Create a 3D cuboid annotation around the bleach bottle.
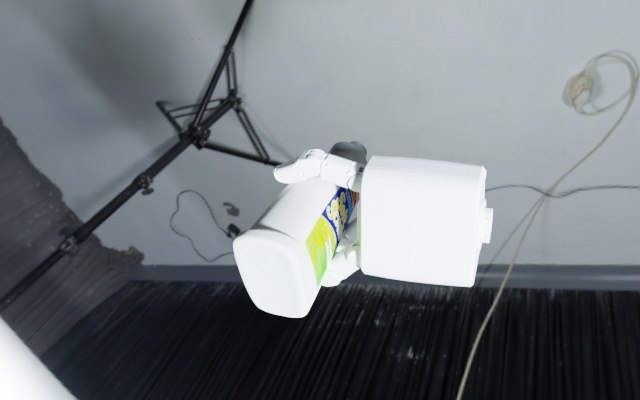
[{"bbox_3d":[0.000,0.002,0.521,0.068,0.103,0.250,6,38,22],"label":"bleach bottle"}]
